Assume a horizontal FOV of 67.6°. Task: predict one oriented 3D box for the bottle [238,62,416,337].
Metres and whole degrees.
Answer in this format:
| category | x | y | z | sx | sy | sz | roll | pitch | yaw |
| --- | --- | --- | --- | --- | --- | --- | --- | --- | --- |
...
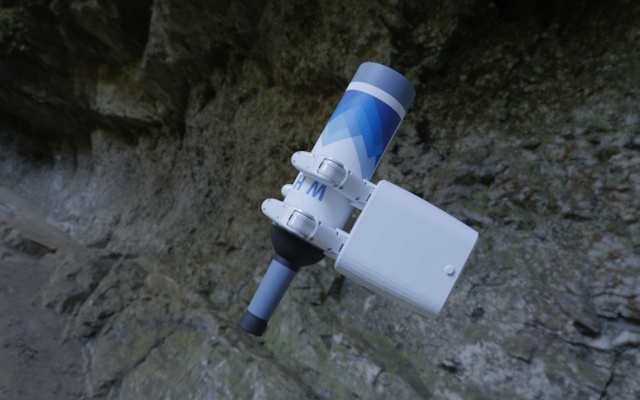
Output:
| category | x | y | z | sx | sy | sz | roll | pitch | yaw |
| --- | --- | --- | --- | --- | --- | --- | --- | --- | --- |
| bottle | 0.000 | 0.001 | 0.491 | 0.069 | 0.295 | 0.069 | 29 | -5 | 3 |
